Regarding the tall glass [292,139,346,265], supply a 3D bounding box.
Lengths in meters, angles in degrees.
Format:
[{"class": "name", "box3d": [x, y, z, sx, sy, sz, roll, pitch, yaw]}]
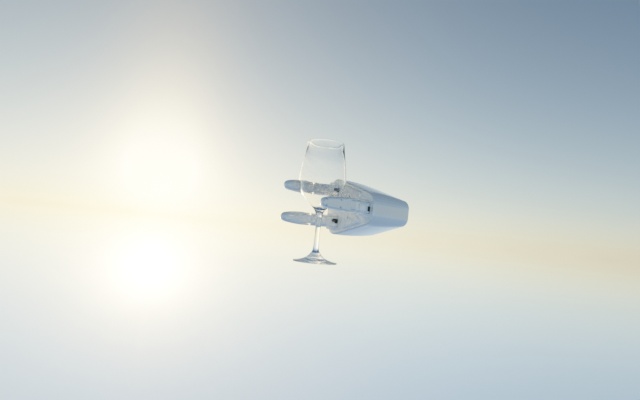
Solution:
[{"class": "tall glass", "box3d": [0.000, 0.003, 0.789, 0.079, 0.201, 0.079, 6, -3, 0]}]
